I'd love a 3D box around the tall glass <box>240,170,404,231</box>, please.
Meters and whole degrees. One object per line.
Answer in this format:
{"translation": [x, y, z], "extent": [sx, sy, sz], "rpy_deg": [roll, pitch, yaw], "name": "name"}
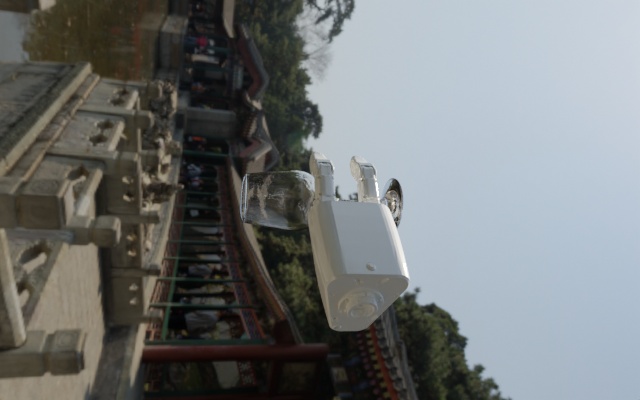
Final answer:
{"translation": [0.001, 0.002, 0.618], "extent": [0.201, 0.079, 0.079], "rpy_deg": [3, -1, -14], "name": "tall glass"}
